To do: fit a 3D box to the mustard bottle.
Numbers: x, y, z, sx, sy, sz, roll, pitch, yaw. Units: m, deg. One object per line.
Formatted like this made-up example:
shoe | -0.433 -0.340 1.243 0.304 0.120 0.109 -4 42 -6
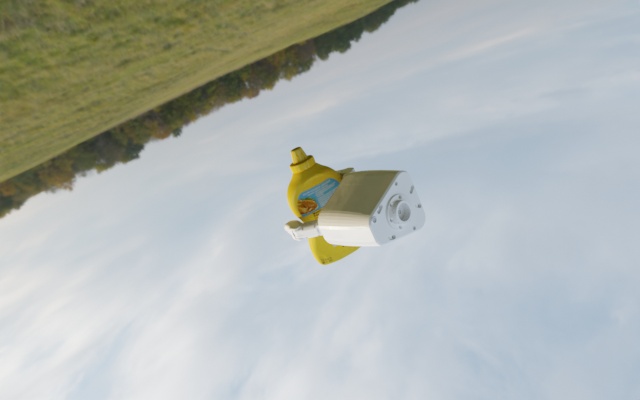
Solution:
mustard bottle | 0.000 0.003 0.769 0.096 0.192 0.058 -28 18 -9
